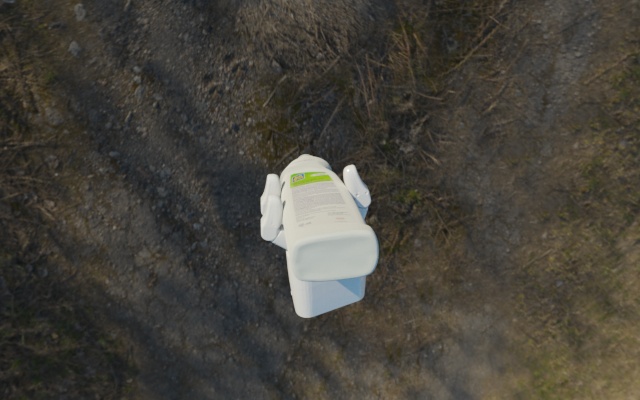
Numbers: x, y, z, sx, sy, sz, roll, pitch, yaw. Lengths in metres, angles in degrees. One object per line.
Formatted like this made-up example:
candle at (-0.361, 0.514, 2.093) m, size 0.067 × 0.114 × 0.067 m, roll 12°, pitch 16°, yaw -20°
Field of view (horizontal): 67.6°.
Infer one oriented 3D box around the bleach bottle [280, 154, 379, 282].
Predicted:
bleach bottle at (0.000, 0.002, 0.626) m, size 0.102 × 0.068 × 0.250 m, roll -6°, pitch 30°, yaw -4°
